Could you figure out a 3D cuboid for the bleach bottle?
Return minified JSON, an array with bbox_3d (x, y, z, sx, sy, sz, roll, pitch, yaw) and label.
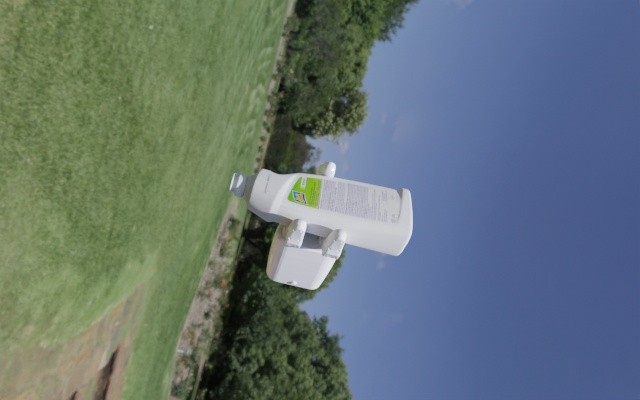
[{"bbox_3d":[0.000,0.002,0.670,0.251,0.068,0.102,15,43,-7],"label":"bleach bottle"}]
